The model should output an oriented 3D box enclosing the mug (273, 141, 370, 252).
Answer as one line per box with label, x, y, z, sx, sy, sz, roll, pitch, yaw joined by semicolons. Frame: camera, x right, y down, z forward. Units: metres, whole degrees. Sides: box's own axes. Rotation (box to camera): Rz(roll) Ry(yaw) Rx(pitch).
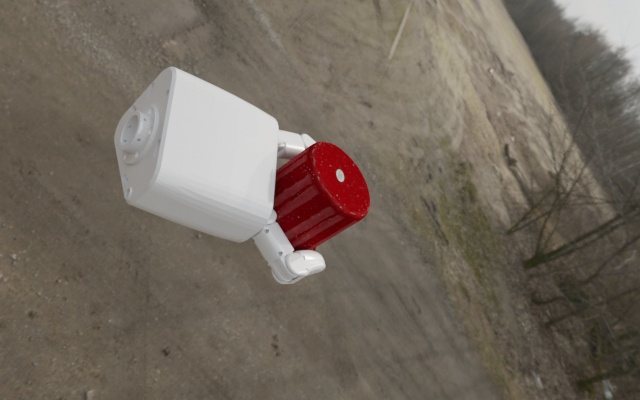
mug;0.001;0.002;0.457;0.081;0.093;0.117;-33;-36;31
